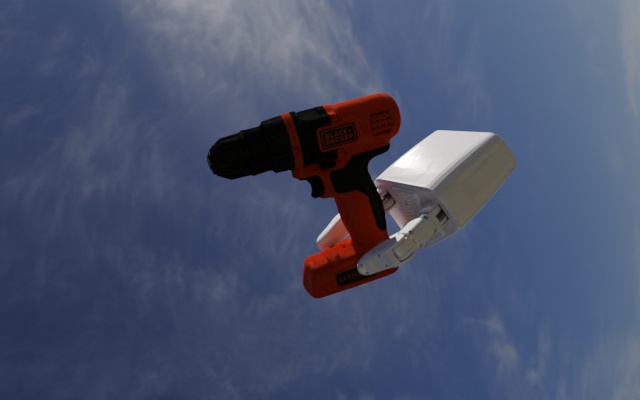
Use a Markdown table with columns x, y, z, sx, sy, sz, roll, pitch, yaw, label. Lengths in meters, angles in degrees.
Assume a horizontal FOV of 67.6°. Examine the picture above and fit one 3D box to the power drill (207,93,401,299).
| x | y | z | sx | sy | sz | roll | pitch | yaw | label |
| --- | --- | --- | --- | --- | --- | --- | --- | --- | --- |
| 0.000 | 0.002 | 0.472 | 0.184 | 0.188 | 0.057 | -16 | 25 | -7 | power drill |
